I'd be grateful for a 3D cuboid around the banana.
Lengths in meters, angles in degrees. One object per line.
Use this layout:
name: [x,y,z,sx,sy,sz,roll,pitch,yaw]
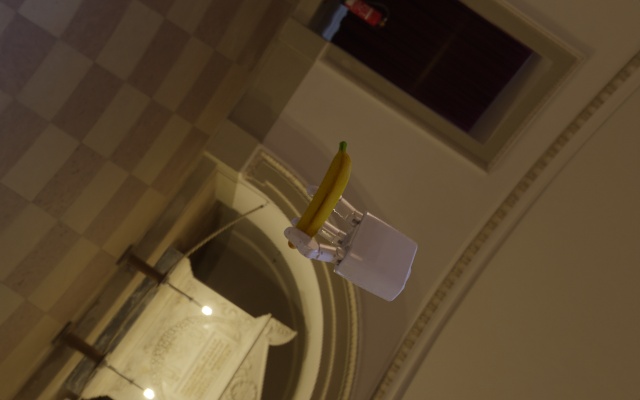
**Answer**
banana: [0.002,0.004,0.749,0.037,0.198,0.069,28,13,-7]
